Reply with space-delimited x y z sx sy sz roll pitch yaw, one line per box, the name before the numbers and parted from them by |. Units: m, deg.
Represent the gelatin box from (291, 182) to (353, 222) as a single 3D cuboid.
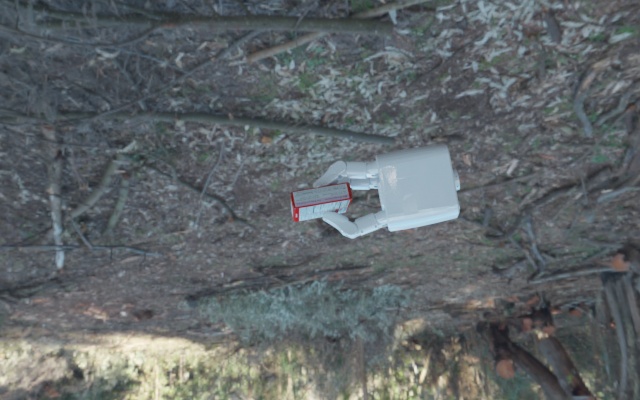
gelatin box | 0.000 0.003 0.724 0.089 0.030 0.073 -11 -17 -6
